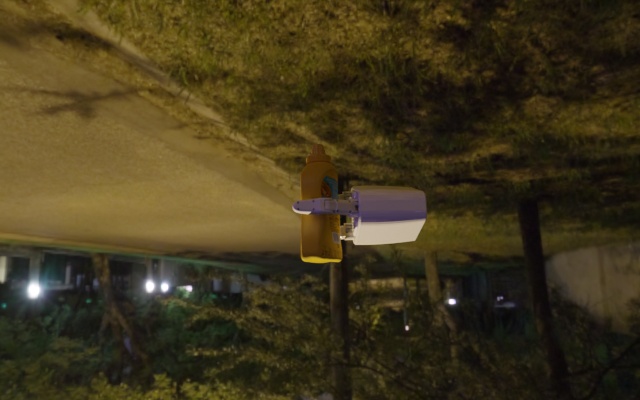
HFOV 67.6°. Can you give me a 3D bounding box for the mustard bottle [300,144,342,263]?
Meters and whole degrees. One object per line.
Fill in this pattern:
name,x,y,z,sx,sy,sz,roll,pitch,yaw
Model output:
mustard bottle,0.000,0.003,0.770,0.058,0.191,0.096,-6,-12,23
